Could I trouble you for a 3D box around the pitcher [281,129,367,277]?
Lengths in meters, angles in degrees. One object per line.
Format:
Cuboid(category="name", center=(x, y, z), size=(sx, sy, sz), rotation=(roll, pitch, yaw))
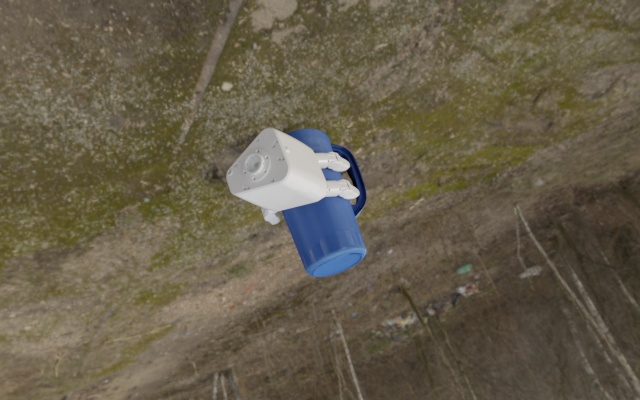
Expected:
Cuboid(category="pitcher", center=(0.000, 0.003, 0.845), size=(0.149, 0.242, 0.145), rotation=(-29, -25, 18))
